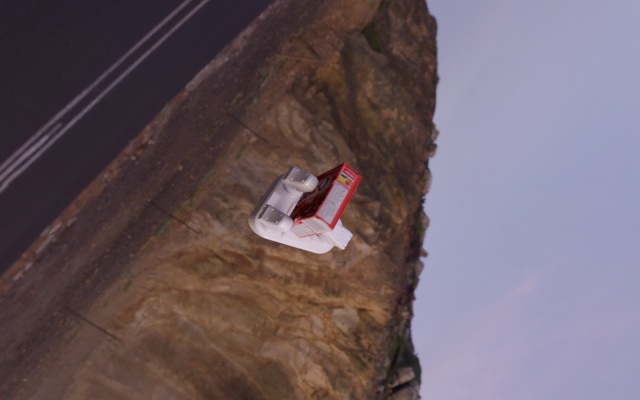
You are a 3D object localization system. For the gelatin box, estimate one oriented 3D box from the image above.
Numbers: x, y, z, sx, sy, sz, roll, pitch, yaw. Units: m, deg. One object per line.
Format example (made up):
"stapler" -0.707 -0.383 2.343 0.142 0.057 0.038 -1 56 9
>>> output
"gelatin box" 0.001 0.002 0.544 0.030 0.073 0.089 37 -23 -16
